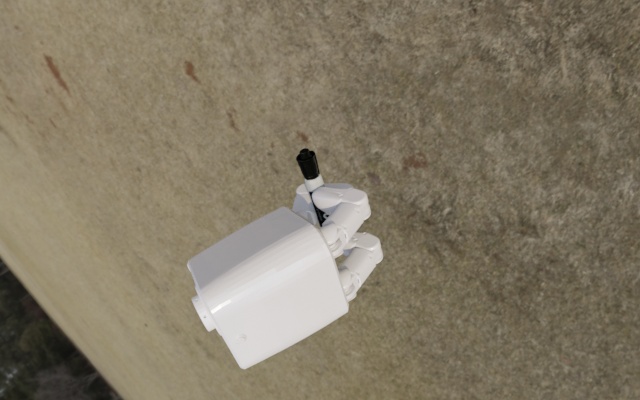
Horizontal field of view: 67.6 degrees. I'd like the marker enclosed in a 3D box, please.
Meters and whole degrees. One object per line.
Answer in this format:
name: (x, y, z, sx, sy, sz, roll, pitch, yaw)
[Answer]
marker: (0.000, 0.002, 0.475, 0.020, 0.121, 0.020, -12, 35, 9)
